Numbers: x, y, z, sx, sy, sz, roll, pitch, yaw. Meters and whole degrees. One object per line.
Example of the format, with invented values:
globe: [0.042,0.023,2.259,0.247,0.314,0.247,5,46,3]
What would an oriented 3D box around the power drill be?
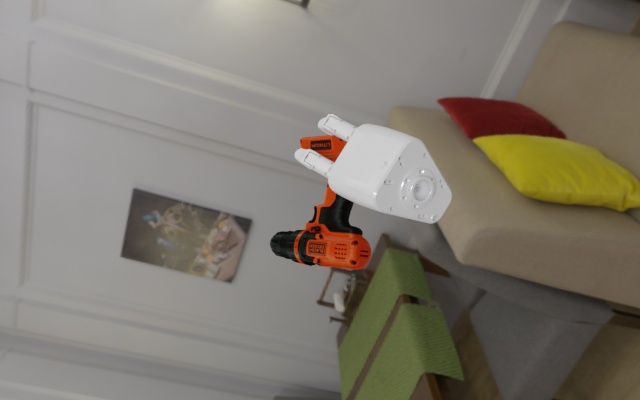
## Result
power drill: [0.000,0.002,0.696,0.184,0.187,0.057,2,-4,42]
